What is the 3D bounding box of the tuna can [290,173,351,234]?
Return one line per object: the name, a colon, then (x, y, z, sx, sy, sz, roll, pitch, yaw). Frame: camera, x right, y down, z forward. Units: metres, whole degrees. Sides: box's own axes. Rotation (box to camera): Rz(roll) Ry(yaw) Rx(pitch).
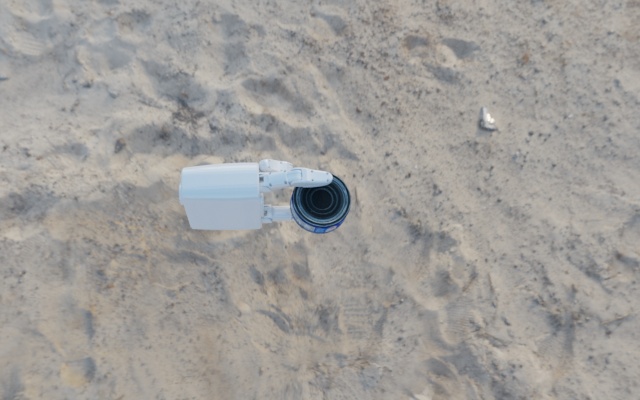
tuna can: (0.000, 0.002, 0.681, 0.086, 0.086, 0.034, 0, -19, -8)
